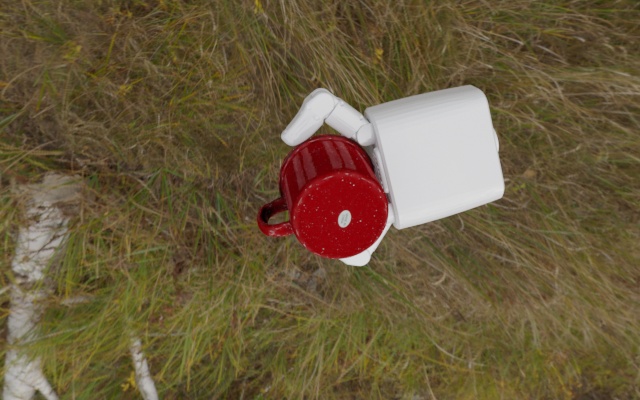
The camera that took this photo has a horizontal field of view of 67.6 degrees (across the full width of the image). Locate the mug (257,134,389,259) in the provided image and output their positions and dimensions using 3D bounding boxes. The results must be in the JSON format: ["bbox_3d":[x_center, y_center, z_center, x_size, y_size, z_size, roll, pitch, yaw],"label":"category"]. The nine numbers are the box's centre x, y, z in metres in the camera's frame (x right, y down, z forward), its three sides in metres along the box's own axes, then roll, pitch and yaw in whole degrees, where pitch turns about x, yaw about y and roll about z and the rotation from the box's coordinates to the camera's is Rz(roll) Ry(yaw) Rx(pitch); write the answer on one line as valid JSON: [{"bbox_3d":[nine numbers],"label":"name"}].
[{"bbox_3d":[-0.001,0.002,0.418,0.117,0.093,0.081,-17,26,0],"label":"mug"}]
